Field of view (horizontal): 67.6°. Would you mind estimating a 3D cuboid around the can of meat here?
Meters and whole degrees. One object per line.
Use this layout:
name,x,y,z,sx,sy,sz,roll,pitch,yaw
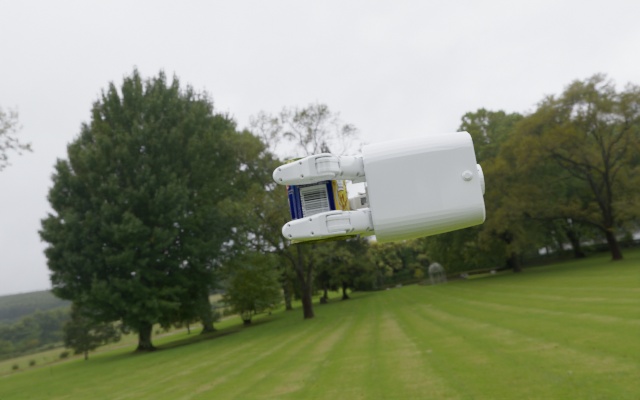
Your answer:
can of meat,0.000,0.001,0.511,0.057,0.084,0.102,-10,-7,12
